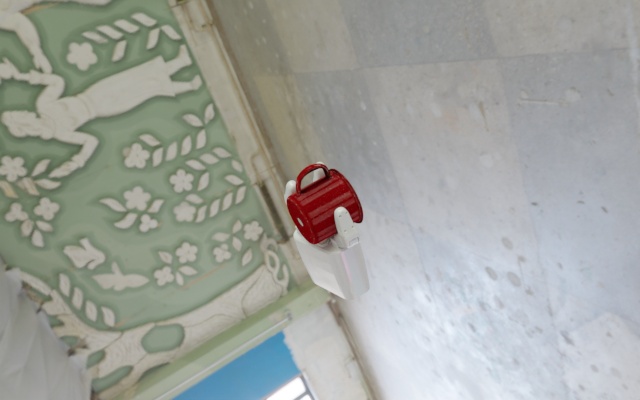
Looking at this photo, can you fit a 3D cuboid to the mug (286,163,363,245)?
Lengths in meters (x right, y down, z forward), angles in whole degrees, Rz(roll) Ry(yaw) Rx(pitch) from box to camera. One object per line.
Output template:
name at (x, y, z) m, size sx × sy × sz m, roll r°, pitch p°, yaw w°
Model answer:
mug at (0.000, 0.001, 0.695) m, size 0.081 × 0.117 × 0.093 m, roll -29°, pitch 32°, yaw -17°
